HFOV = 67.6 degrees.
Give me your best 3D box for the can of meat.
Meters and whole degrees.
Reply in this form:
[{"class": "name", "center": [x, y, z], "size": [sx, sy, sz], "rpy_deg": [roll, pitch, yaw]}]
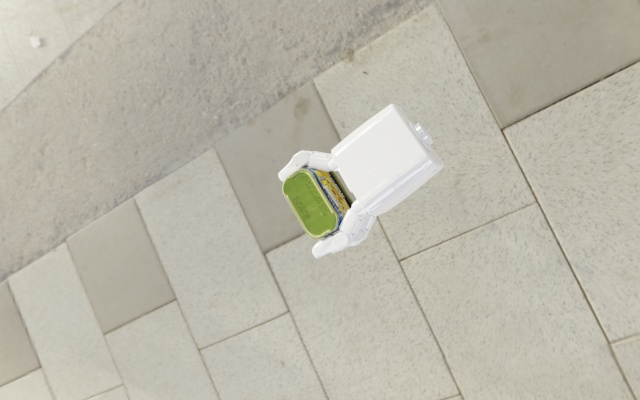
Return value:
[{"class": "can of meat", "center": [0.000, 0.002, 0.675], "size": [0.057, 0.102, 0.084], "rpy_deg": [-35, -9, 20]}]
